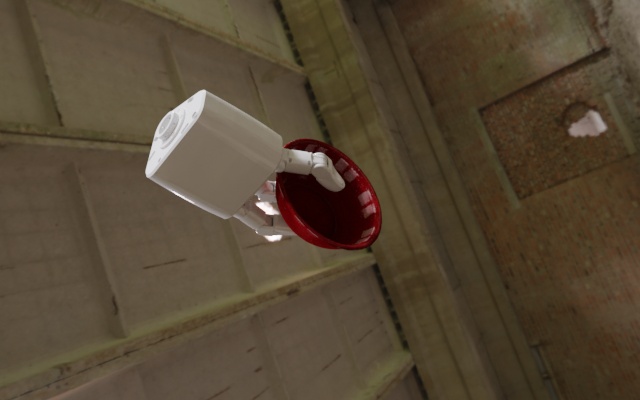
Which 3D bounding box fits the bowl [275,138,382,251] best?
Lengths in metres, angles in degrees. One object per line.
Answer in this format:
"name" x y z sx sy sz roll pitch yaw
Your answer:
"bowl" 0.001 0.003 0.605 0.162 0.162 0.055 0 -31 -42
